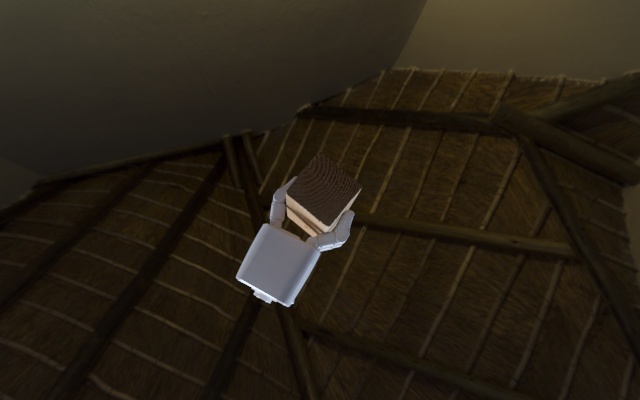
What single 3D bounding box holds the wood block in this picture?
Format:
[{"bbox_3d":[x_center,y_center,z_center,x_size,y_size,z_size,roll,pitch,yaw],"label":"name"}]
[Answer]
[{"bbox_3d":[0.000,0.003,0.846,0.091,0.090,0.206,39,-11,5],"label":"wood block"}]
